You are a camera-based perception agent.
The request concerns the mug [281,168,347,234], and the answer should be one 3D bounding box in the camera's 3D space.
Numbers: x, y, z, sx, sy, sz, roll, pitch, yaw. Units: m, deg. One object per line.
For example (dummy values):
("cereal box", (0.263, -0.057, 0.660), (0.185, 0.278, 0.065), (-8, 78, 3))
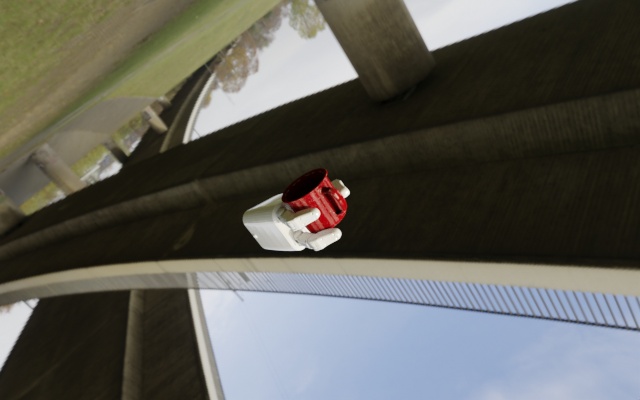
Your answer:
("mug", (0.001, 0.003, 0.825), (0.117, 0.081, 0.093), (-6, 36, 48))
